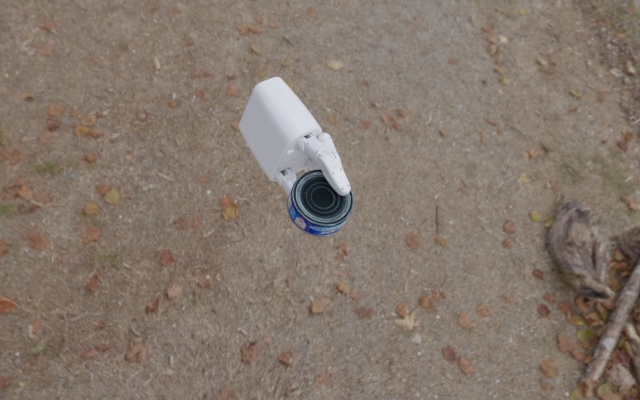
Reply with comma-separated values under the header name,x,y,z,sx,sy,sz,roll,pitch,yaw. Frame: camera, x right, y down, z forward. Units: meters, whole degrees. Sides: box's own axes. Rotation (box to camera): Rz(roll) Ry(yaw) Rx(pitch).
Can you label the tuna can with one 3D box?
name,x,y,z,sx,sy,sz,roll,pitch,yaw
tuna can,0.000,0.002,0.634,0.086,0.086,0.034,0,-26,-15
